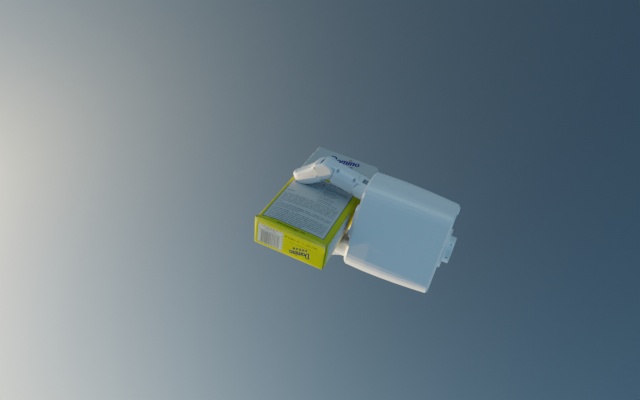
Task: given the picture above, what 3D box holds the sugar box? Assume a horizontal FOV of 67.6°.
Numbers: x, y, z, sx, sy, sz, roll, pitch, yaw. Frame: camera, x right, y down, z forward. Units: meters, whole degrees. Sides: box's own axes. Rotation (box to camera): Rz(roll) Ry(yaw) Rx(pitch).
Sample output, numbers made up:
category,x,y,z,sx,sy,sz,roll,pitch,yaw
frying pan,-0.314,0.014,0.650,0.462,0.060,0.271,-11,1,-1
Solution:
category,x,y,z,sx,sy,sz,roll,pitch,yaw
sugar box,0.000,0.003,0.605,0.093,0.048,0.176,22,39,15
